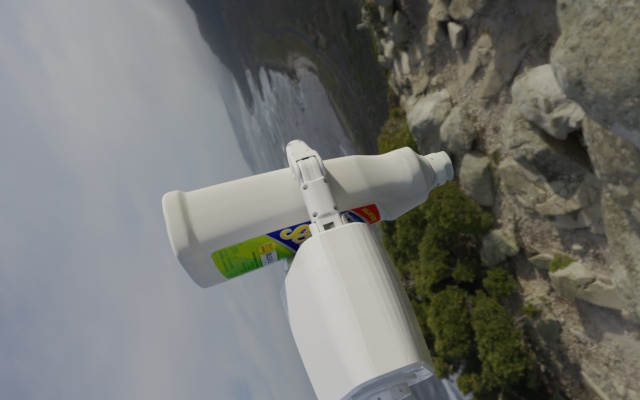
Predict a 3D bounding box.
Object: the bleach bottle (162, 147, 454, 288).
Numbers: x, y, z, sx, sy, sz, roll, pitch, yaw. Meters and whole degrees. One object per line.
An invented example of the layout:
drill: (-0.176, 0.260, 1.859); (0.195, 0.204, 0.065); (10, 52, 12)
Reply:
bleach bottle: (0.000, 0.001, 0.425); (0.251, 0.068, 0.103); (-18, -27, -8)
